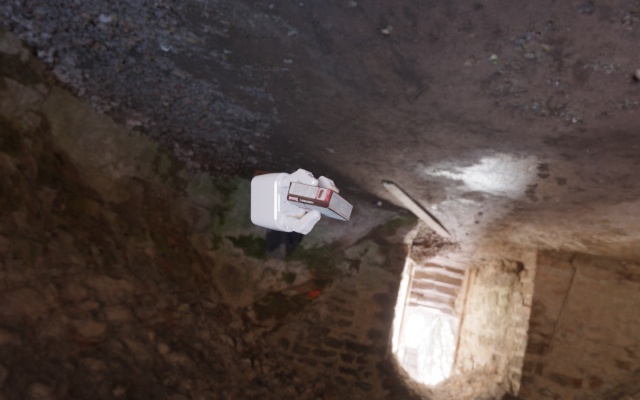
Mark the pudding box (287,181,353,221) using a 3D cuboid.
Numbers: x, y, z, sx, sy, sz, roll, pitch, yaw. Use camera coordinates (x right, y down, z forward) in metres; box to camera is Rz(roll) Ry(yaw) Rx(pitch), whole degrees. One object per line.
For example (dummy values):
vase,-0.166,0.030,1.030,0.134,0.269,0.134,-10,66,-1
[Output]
pudding box,0.000,0.003,0.890,0.090,0.039,0.113,11,-8,25
